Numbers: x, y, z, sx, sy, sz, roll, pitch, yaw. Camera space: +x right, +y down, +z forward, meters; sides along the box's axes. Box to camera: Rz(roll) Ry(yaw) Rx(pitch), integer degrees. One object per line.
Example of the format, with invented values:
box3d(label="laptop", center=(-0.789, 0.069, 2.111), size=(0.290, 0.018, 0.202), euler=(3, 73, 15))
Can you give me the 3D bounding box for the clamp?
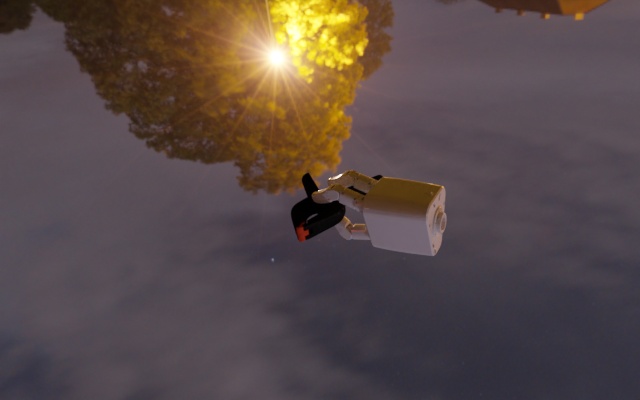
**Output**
box3d(label="clamp", center=(0.000, 0.004, 0.840), size=(0.164, 0.036, 0.210), euler=(6, 32, 31))
